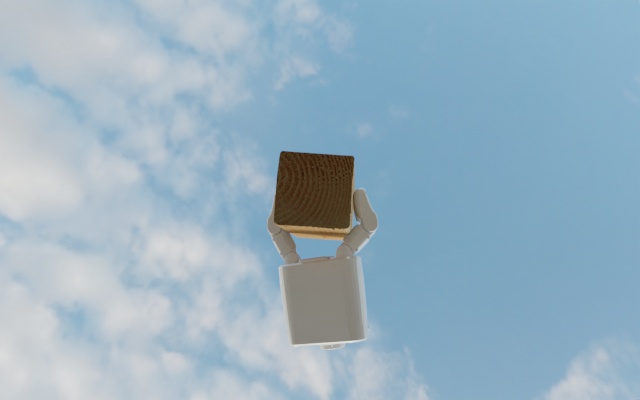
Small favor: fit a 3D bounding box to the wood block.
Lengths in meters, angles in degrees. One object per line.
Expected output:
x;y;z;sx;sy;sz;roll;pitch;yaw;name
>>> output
0.000;0.003;0.654;0.091;0.090;0.206;4;-8;4;wood block
